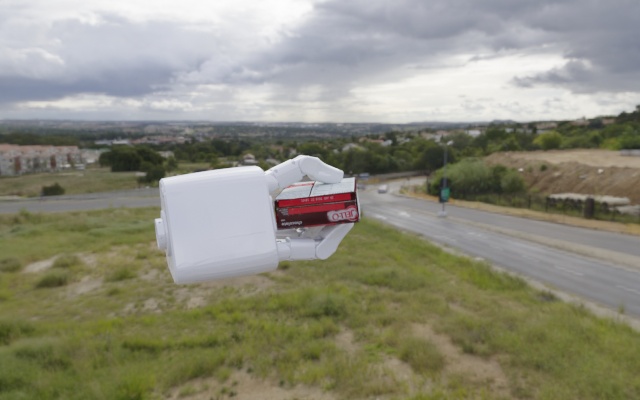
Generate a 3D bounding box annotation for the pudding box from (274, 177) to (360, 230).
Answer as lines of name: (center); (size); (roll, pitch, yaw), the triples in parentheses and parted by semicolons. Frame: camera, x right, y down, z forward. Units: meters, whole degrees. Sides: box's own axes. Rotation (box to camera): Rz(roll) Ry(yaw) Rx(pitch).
pudding box: (0.000, 0.002, 0.552); (0.090, 0.039, 0.113); (-5, 12, 6)
